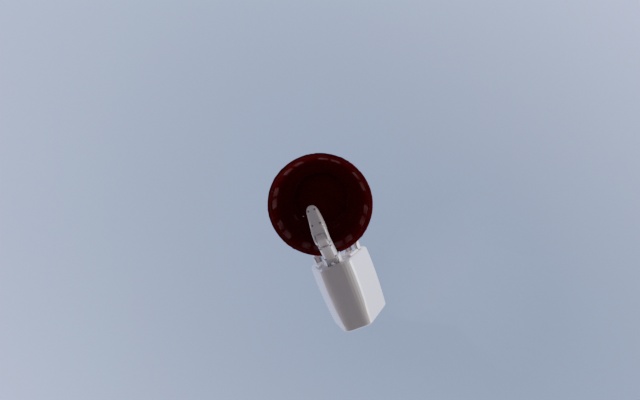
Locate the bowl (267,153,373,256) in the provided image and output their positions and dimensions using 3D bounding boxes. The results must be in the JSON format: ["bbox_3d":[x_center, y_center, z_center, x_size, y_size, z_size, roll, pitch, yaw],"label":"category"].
[{"bbox_3d":[0.000,0.001,0.752,0.162,0.162,0.055,0,13,2],"label":"bowl"}]
